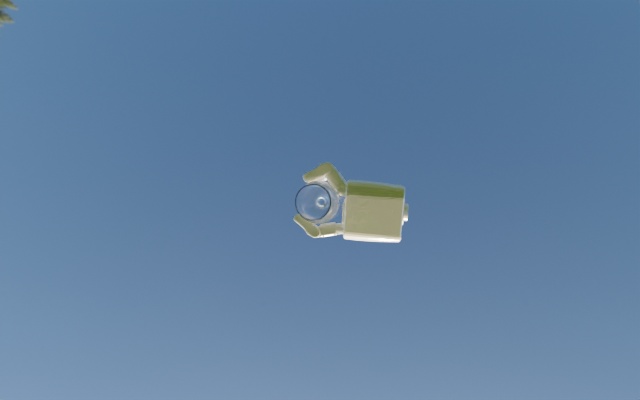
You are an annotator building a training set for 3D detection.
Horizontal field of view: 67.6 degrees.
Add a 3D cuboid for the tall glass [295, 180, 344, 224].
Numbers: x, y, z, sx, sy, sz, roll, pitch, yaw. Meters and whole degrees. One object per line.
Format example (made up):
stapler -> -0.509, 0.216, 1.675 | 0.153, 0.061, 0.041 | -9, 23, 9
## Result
tall glass -> 0.000, 0.003, 0.896 | 0.079, 0.079, 0.201 | 0, 0, 8
